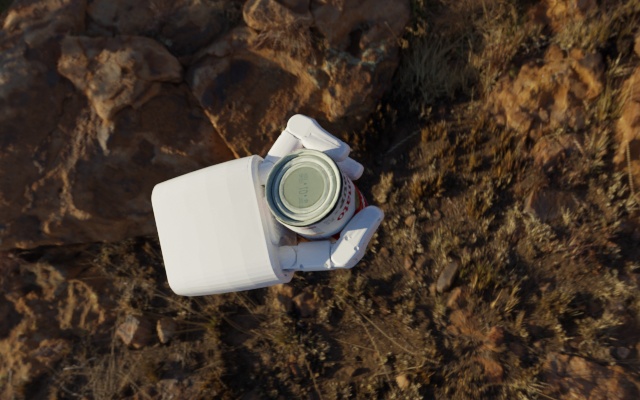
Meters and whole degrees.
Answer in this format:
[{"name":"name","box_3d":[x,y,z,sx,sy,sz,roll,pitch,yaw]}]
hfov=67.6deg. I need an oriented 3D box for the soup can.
[{"name":"soup can","box_3d":[0.000,0.001,0.426,0.068,0.068,0.102,0,-15,18]}]
